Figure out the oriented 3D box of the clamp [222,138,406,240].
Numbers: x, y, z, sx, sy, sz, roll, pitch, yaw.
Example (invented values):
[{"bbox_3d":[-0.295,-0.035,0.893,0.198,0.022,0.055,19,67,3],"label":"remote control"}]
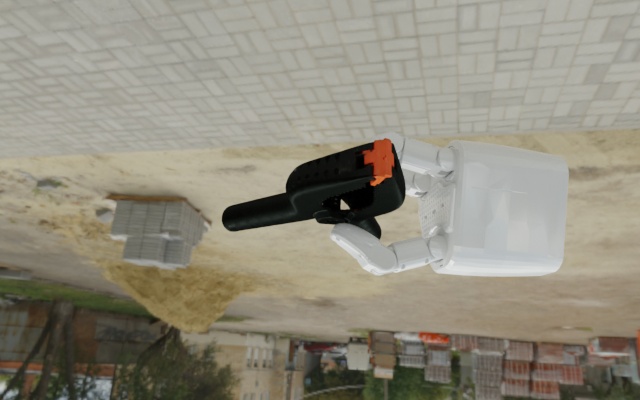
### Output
[{"bbox_3d":[0.000,0.002,0.403,0.164,0.036,0.210,4,-18,-10],"label":"clamp"}]
